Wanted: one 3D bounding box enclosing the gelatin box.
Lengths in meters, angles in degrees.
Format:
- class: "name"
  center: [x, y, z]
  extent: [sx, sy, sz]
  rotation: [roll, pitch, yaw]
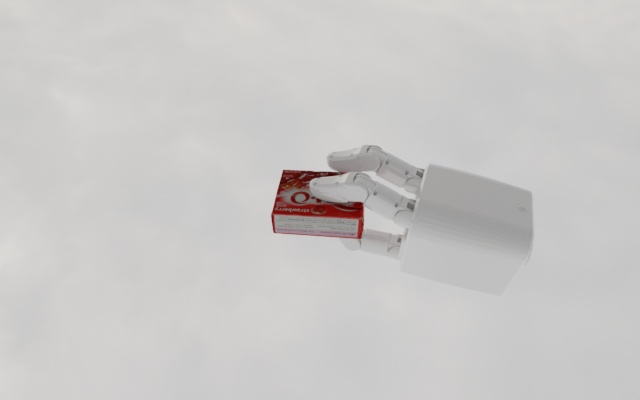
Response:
- class: "gelatin box"
  center: [0.000, 0.002, 0.481]
  extent: [0.089, 0.030, 0.073]
  rotation: [3, 39, 4]
